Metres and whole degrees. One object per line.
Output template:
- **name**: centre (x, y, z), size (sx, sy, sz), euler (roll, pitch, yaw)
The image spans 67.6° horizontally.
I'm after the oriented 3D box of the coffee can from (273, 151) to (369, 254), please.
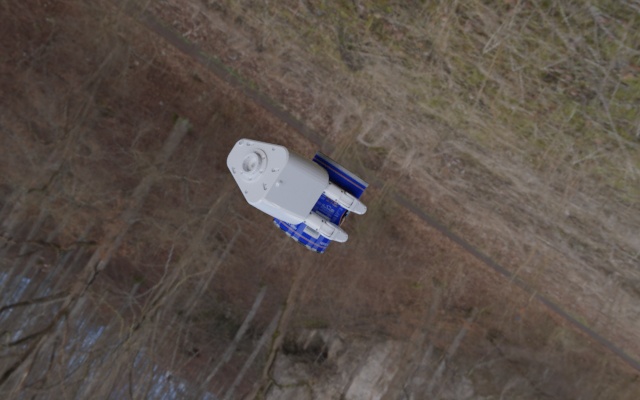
- **coffee can**: centre (0.000, 0.003, 0.800), size (0.103, 0.140, 0.103), euler (33, 4, -3)
